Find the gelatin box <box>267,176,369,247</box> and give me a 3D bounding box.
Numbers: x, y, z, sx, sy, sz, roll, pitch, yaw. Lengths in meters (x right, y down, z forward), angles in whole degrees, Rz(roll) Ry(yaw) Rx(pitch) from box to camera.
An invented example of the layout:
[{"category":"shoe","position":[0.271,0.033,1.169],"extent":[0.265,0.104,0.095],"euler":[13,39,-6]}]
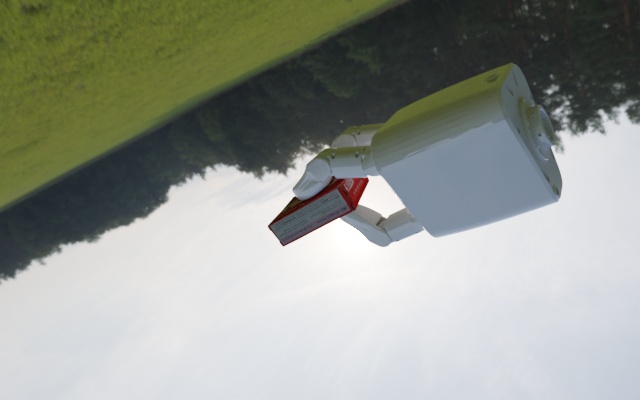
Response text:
[{"category":"gelatin box","position":[0.000,0.002,0.469],"extent":[0.089,0.030,0.073],"euler":[-30,11,27]}]
